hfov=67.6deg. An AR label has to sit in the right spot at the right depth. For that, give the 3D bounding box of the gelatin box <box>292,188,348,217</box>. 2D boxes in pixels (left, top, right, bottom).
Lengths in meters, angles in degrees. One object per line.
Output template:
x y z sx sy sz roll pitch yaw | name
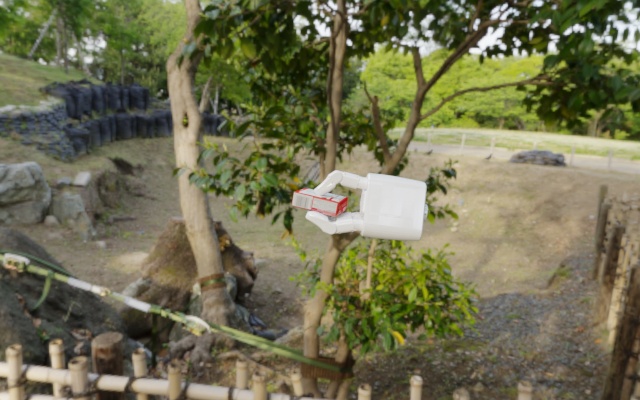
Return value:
0.000 0.002 0.886 0.089 0.030 0.073 14 11 13 | gelatin box
